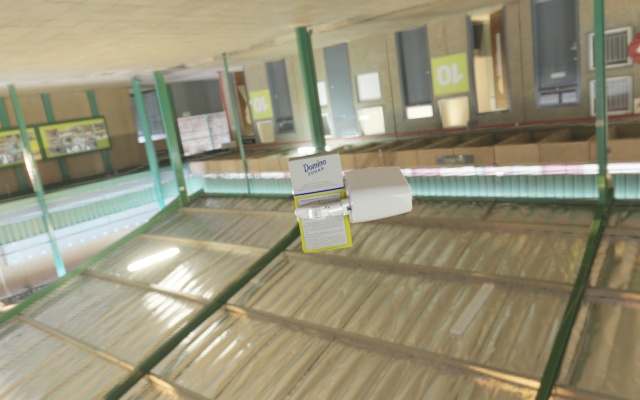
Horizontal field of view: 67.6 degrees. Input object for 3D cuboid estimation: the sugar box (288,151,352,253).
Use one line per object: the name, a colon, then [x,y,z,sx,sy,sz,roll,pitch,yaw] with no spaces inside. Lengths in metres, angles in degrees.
sugar box: [0.000,0.003,0.872,0.093,0.176,0.048,-8,13,0]
